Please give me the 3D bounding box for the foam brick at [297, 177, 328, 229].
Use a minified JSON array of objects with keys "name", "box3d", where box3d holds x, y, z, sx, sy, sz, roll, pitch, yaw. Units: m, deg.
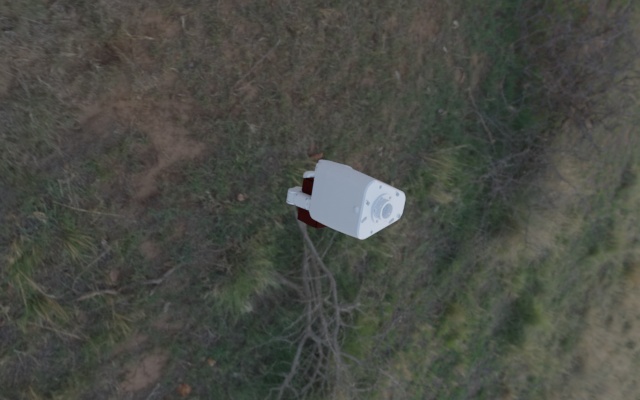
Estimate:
[{"name":"foam brick","box3d":[0.000,0.003,0.815,0.053,0.078,0.051,-6,22,-44]}]
